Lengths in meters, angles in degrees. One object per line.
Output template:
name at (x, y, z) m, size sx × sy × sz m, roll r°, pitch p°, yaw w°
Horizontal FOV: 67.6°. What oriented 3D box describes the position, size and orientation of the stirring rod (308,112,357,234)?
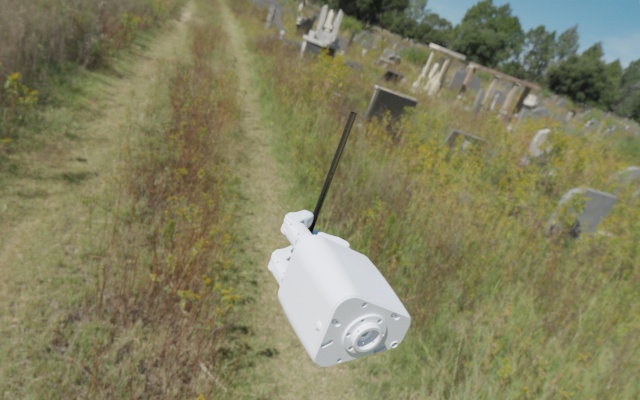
stirring rod at (0.000, 0.002, 0.606) m, size 0.011 × 0.240 × 0.011 m, roll 18°, pitch 21°, yaw -7°
